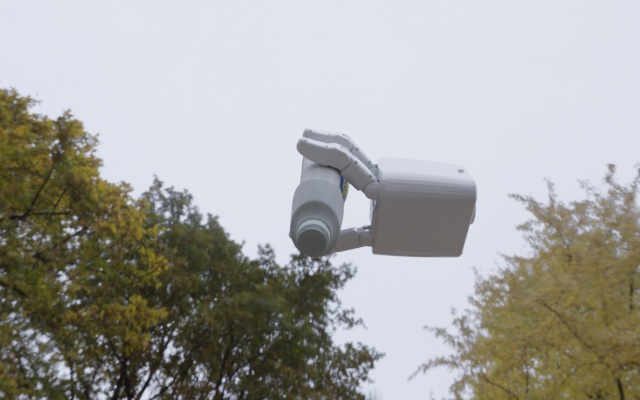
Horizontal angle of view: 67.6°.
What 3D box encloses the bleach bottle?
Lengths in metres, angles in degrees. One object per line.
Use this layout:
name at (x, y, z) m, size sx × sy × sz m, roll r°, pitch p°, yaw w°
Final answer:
bleach bottle at (0.000, 0.002, 0.554) m, size 0.068 × 0.103 × 0.250 m, roll 4°, pitch 21°, yaw 2°
